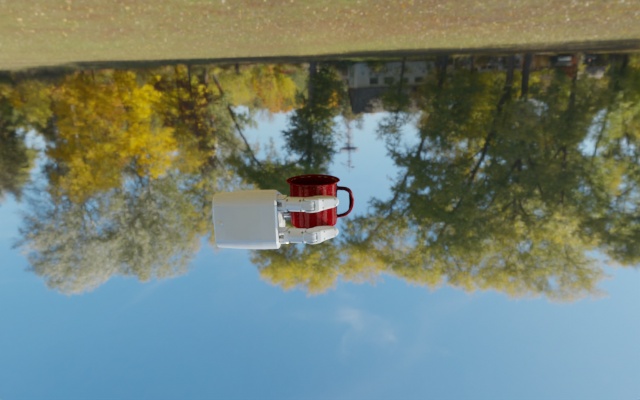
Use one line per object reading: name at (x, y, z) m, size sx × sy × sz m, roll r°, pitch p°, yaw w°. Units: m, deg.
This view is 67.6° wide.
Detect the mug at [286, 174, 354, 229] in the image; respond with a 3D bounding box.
mug at (0.002, 0.003, 0.835) m, size 0.117 × 0.081 × 0.093 m, roll 0°, pitch 15°, yaw 3°
